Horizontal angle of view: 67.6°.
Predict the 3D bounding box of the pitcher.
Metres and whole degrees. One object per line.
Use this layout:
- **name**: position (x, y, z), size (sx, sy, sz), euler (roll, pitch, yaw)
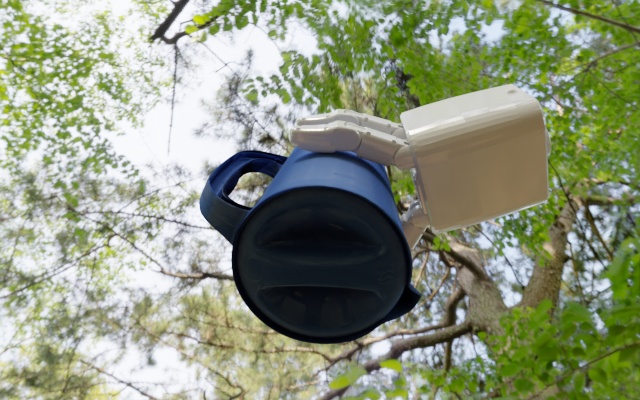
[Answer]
- **pitcher**: position (0.000, 0.001, 0.449), size (0.145, 0.149, 0.242), euler (-17, 21, 12)
